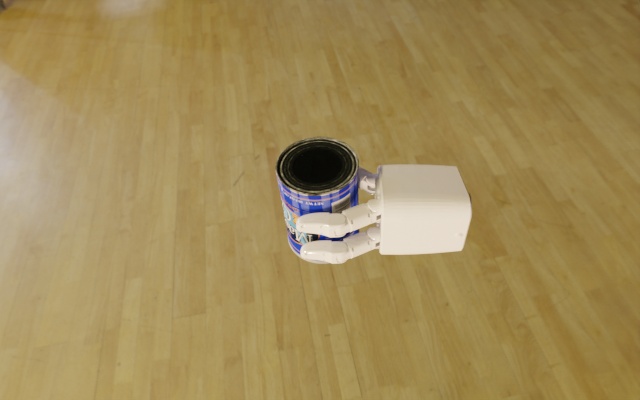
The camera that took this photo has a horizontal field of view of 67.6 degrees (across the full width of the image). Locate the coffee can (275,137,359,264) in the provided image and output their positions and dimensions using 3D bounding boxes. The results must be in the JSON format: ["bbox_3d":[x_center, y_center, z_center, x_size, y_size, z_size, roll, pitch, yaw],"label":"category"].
[{"bbox_3d":[0.000,0.002,0.632,0.103,0.102,0.140,0,-42,5],"label":"coffee can"}]
